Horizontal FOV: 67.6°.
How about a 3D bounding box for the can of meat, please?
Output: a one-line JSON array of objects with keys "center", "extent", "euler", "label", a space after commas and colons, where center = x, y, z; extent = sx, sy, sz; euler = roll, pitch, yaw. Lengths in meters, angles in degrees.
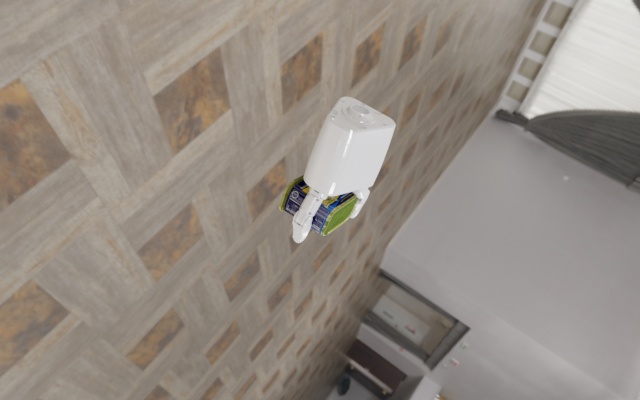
[{"center": [0.000, 0.003, 0.746], "extent": [0.084, 0.057, 0.102], "euler": [32, 32, 18], "label": "can of meat"}]
